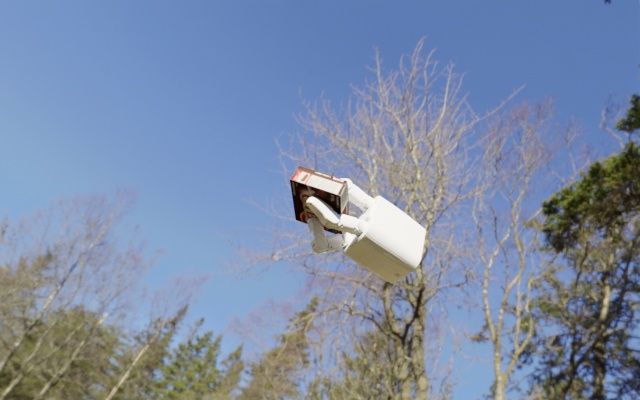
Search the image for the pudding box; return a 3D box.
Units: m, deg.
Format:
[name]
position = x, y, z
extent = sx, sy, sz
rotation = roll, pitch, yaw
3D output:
[pudding box]
position = 0.000, 0.002, 0.793
extent = 0.090, 0.039, 0.114
rotation = 18, -38, 17
